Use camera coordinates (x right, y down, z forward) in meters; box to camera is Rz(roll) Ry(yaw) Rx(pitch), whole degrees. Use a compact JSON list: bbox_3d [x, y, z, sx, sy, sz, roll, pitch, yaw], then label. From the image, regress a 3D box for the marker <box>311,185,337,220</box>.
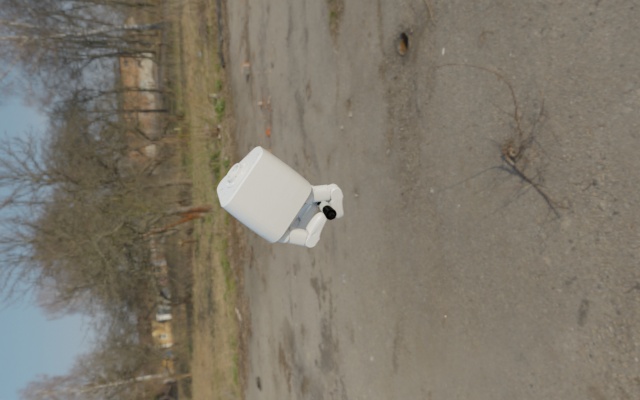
[{"bbox_3d":[0.000,0.003,0.801,0.020,0.020,0.121,0,21,-19],"label":"marker"}]
